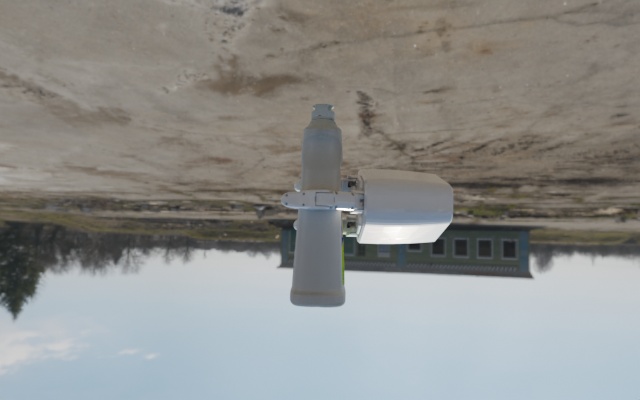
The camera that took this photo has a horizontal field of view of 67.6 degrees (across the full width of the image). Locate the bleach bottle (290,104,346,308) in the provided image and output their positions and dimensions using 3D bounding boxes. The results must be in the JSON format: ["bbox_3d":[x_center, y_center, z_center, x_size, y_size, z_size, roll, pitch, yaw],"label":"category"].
[{"bbox_3d":[0.000,0.002,0.605,0.068,0.251,0.102,1,-4,1],"label":"bleach bottle"}]
